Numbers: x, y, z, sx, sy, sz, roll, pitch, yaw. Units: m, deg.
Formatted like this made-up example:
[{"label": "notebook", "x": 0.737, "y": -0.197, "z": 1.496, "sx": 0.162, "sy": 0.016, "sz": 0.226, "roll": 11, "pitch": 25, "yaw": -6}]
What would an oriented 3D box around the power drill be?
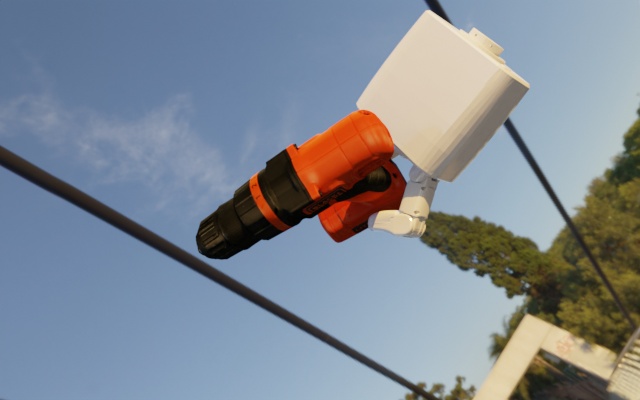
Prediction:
[{"label": "power drill", "x": 0.000, "y": 0.001, "z": 0.443, "sx": 0.184, "sy": 0.057, "sz": 0.187, "roll": -31, "pitch": -15, "yaw": 17}]
